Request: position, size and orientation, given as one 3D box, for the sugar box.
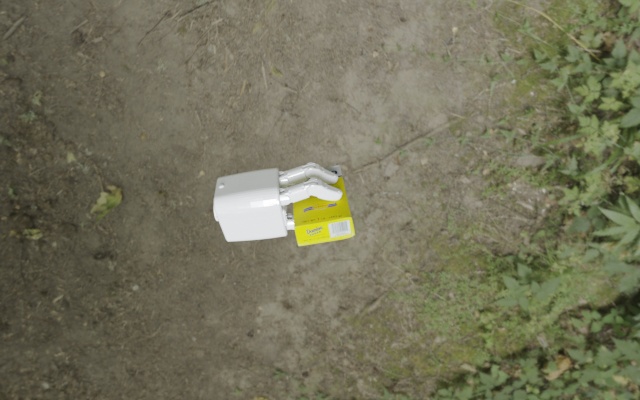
[{"bbox_3d":[0.000,0.002,0.815,0.093,0.048,0.176,-9,35,0],"label":"sugar box"}]
